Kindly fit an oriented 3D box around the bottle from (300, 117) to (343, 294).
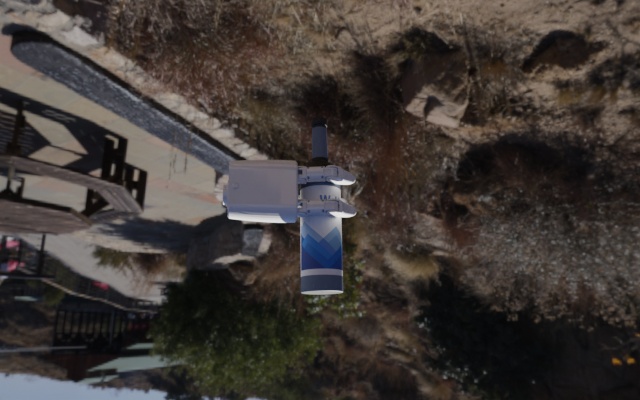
[{"bbox_3d":[0.000,0.003,0.785,0.069,0.295,0.069,-1,-16,0],"label":"bottle"}]
